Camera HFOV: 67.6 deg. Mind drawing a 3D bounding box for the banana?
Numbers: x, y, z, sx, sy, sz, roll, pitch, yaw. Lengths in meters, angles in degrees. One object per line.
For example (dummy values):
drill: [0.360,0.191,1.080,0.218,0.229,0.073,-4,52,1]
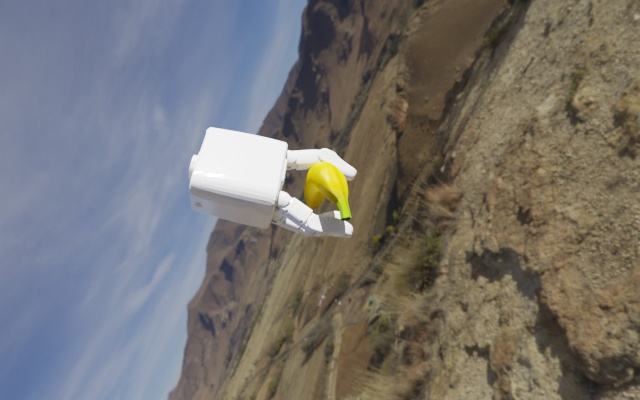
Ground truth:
banana: [0.002,-0.016,0.631,0.037,0.069,0.198,2,3,-11]
